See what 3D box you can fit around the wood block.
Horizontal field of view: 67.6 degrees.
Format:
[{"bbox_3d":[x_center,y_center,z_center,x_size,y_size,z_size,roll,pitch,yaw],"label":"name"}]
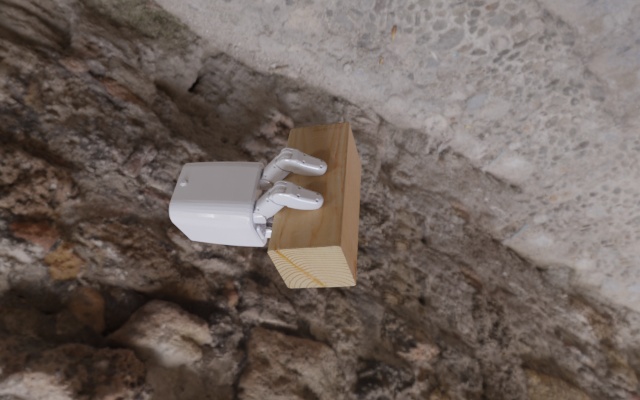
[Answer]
[{"bbox_3d":[0.000,0.002,0.631,0.090,0.206,0.091,-5,-40,14],"label":"wood block"}]
